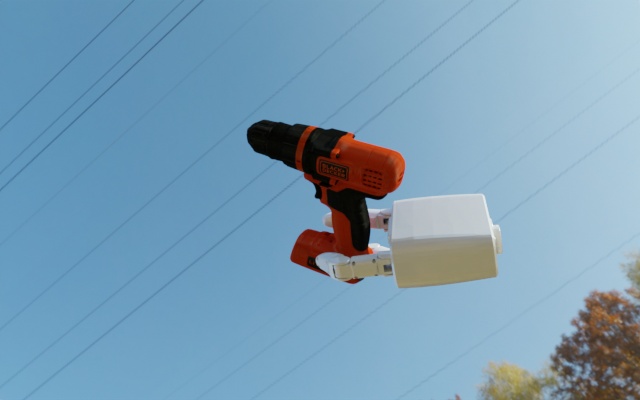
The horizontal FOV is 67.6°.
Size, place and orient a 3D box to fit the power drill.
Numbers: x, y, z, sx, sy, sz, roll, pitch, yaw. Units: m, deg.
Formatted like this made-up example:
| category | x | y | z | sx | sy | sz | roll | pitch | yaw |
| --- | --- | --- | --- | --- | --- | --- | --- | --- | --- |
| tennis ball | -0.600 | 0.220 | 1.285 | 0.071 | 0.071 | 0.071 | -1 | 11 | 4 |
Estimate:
| category | x | y | z | sx | sy | sz | roll | pitch | yaw |
| --- | --- | --- | --- | --- | --- | --- | --- | --- | --- |
| power drill | 0.000 | 0.002 | 0.559 | 0.184 | 0.188 | 0.057 | 19 | 43 | 21 |
